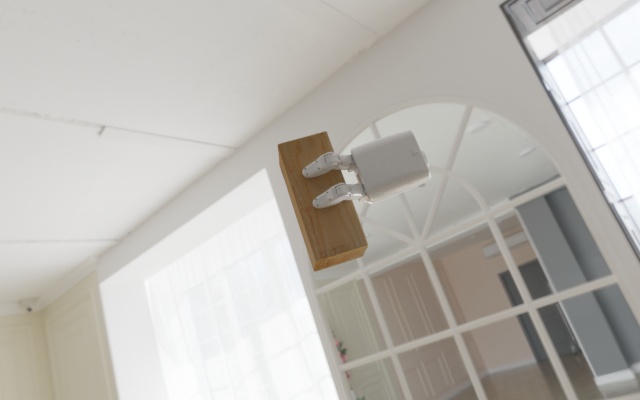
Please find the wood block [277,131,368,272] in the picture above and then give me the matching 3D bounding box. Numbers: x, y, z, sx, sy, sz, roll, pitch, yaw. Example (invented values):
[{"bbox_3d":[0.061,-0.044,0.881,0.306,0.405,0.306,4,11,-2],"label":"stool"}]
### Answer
[{"bbox_3d":[0.000,0.002,0.804,0.090,0.206,0.091,-17,-18,-7],"label":"wood block"}]
